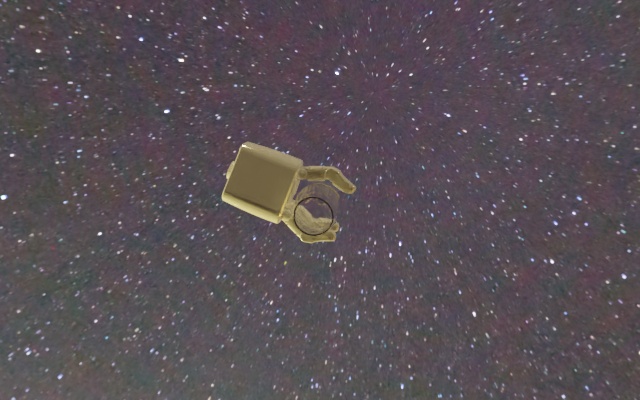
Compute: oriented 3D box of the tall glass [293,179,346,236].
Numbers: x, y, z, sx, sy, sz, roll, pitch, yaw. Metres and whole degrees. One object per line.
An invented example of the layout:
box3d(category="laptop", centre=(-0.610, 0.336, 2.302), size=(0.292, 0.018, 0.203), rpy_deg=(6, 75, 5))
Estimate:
box3d(category="tall glass", centre=(0.000, 0.003, 0.821), size=(0.079, 0.079, 0.201), rpy_deg=(0, 13, 6))
